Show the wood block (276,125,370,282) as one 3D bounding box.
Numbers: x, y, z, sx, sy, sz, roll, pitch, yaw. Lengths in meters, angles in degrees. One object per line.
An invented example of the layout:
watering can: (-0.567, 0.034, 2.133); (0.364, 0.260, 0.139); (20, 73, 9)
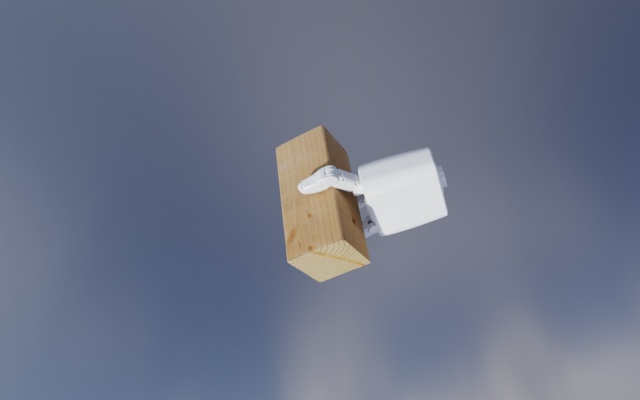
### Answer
wood block: (0.000, 0.002, 0.721); (0.090, 0.206, 0.091); (-24, -37, 20)
